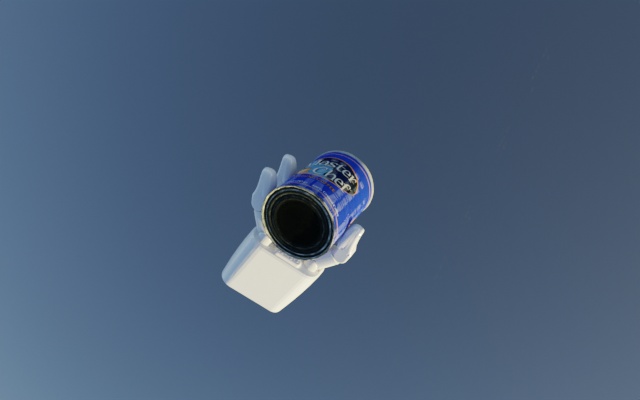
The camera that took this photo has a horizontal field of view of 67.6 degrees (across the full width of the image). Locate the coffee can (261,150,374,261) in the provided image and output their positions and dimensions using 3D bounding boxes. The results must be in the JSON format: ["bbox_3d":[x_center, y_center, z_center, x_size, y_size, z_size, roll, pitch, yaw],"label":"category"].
[{"bbox_3d":[0.000,0.002,0.642,0.103,0.103,0.140,0,22,27],"label":"coffee can"}]
